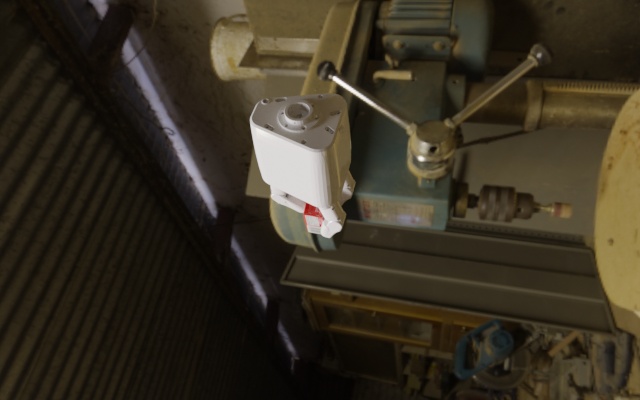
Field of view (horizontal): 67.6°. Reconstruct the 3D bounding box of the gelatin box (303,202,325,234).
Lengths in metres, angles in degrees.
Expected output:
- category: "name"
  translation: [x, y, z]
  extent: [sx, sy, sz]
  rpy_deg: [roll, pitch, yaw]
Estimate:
- category: "gelatin box"
  translation: [0.000, 0.002, 0.697]
  extent: [0.030, 0.073, 0.089]
  rpy_deg: [11, -19, 7]
